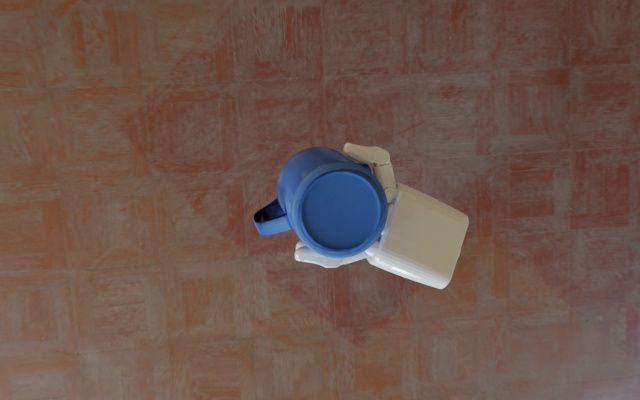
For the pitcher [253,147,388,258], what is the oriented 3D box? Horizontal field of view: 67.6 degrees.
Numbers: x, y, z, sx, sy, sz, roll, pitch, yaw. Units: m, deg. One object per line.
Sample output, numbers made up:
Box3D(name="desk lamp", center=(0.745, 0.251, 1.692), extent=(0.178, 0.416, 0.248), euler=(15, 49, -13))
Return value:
Box3D(name="pitcher", center=(0.000, 0.002, 0.630), extent=(0.145, 0.149, 0.243), euler=(23, 4, -8))
